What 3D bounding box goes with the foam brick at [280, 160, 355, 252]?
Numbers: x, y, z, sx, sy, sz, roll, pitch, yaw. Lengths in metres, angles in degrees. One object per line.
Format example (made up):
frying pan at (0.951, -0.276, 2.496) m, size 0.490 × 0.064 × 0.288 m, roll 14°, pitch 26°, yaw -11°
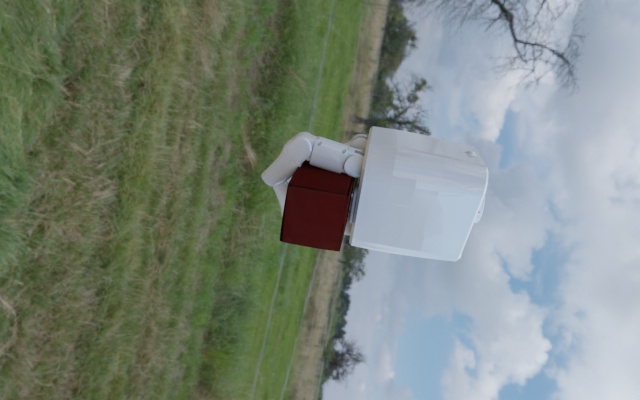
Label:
foam brick at (0.000, 0.002, 0.417) m, size 0.051 × 0.053 × 0.078 m, roll 11°, pitch 23°, yaw 4°
